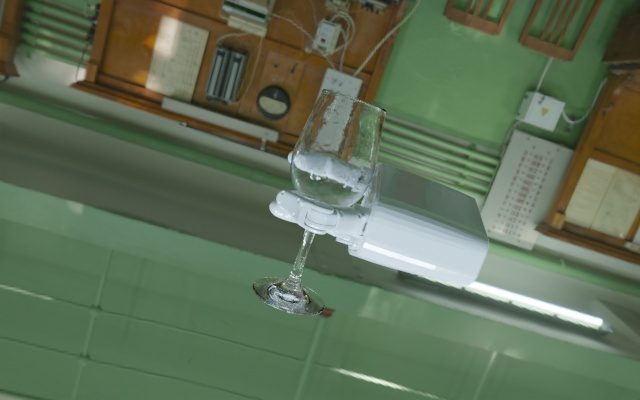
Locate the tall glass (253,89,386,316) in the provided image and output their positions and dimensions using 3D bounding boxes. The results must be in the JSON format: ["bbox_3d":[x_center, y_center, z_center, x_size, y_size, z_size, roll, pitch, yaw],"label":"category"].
[{"bbox_3d":[0.000,0.002,0.451,0.079,0.201,0.079,18,11,-3],"label":"tall glass"}]
